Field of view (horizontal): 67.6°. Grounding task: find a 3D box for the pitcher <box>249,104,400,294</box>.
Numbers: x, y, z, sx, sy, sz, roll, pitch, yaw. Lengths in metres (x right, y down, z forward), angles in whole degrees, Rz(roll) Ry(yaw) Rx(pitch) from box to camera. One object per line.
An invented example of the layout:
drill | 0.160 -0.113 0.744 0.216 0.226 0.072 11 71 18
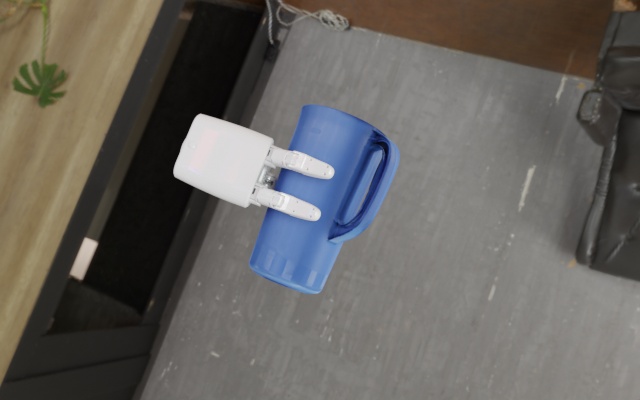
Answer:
pitcher | 0.000 0.002 0.658 0.145 0.243 0.149 22 -5 -2
